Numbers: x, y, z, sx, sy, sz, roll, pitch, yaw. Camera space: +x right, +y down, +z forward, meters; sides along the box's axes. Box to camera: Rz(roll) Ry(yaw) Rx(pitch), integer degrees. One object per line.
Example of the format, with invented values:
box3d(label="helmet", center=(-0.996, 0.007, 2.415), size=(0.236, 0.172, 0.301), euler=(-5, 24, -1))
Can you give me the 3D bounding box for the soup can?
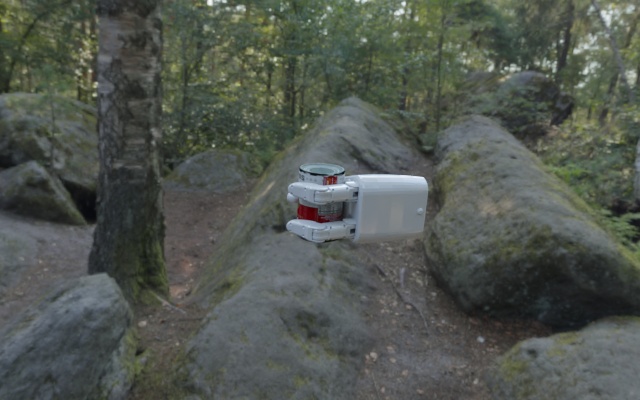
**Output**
box3d(label="soup can", center=(0.000, 0.002, 0.696), size=(0.068, 0.102, 0.068), euler=(3, 17, -1))
